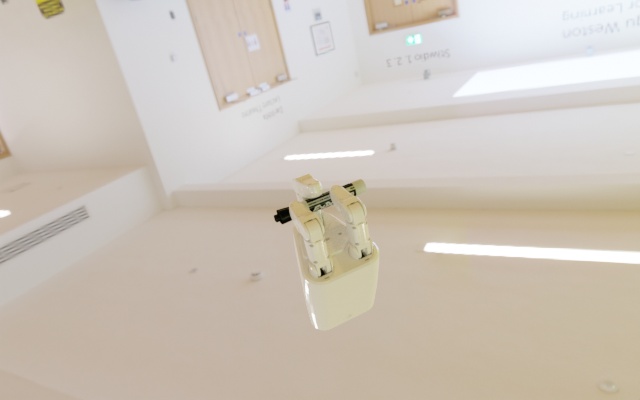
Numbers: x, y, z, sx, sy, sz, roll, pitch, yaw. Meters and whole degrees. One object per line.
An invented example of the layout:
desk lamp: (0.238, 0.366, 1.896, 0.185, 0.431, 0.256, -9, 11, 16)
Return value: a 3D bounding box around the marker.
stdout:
marker: (0.000, 0.002, 0.584, 0.121, 0.020, 0.020, -21, 6, -17)
